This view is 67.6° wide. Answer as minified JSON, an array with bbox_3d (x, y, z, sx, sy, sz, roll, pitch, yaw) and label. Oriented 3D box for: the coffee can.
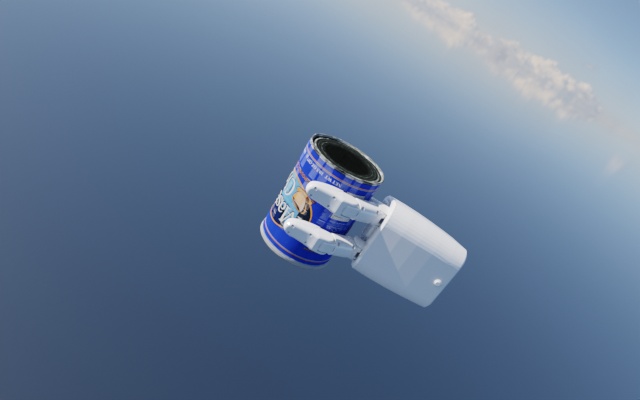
[{"bbox_3d":[0.000,0.002,0.604,0.103,0.140,0.102,26,25,-13],"label":"coffee can"}]
